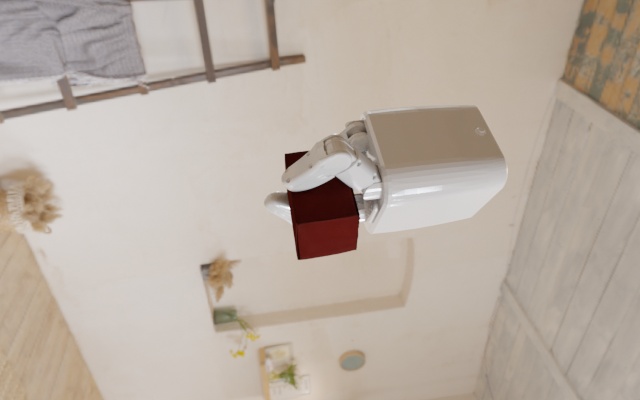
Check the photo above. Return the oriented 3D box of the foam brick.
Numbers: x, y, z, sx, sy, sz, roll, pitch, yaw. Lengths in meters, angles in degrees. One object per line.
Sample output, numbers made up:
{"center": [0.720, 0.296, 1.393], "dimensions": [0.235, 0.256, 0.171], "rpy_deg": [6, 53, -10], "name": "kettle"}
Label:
{"center": [0.000, 0.002, 0.402], "dimensions": [0.051, 0.078, 0.053], "rpy_deg": [-7, -37, -6], "name": "foam brick"}
